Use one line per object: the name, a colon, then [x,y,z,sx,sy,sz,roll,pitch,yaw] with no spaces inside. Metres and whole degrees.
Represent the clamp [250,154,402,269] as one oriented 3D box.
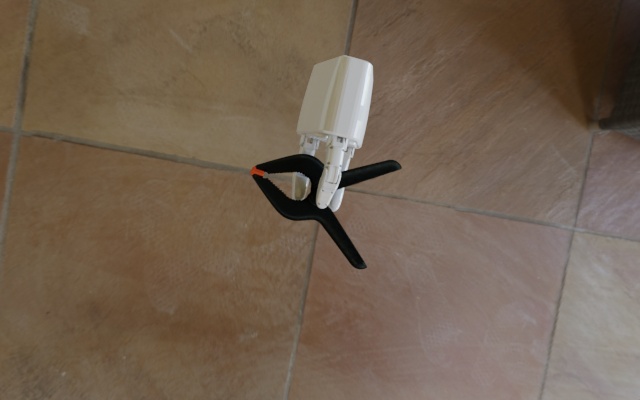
clamp: [0.000,0.002,0.674,0.210,0.164,0.036,13,-1,-10]
